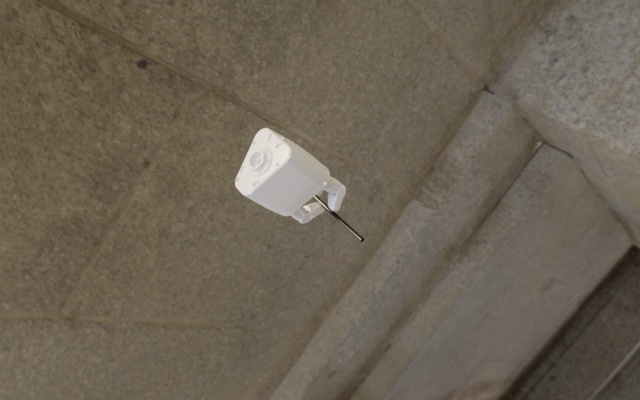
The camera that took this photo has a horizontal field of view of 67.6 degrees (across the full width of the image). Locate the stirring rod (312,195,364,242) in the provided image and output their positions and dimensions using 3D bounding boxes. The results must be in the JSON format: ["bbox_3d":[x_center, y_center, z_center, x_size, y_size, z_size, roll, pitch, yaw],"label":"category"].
[{"bbox_3d":[0.000,0.003,0.870,0.011,0.011,0.239,0,32,-43],"label":"stirring rod"}]
